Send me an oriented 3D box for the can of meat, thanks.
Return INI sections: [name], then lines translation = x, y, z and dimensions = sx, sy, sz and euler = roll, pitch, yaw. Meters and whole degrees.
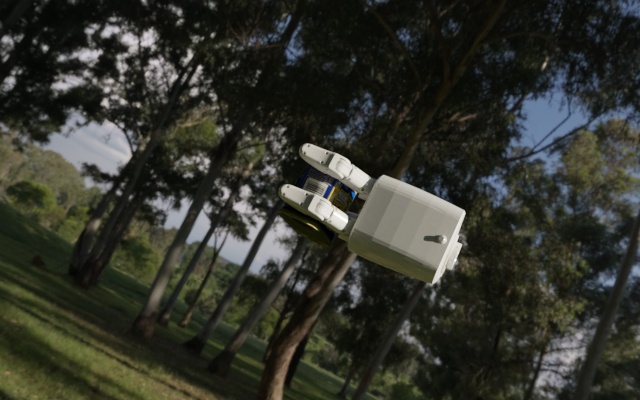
[can of meat]
translation = 0.000, 0.002, 0.597
dimensions = 0.057, 0.084, 0.102
euler = 23, -14, 22
